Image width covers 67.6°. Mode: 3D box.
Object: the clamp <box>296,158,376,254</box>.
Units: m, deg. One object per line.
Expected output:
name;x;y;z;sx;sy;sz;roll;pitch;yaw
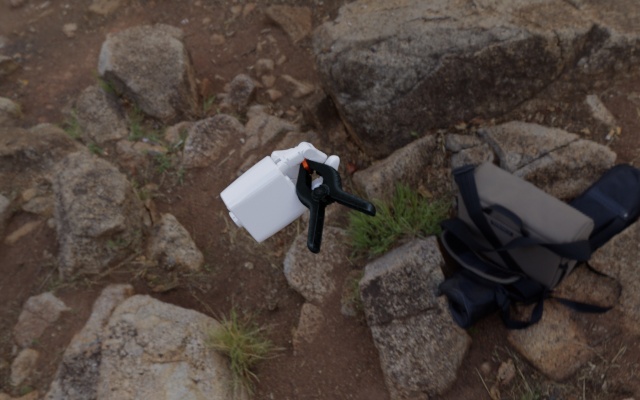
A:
clamp;0.000;0.002;0.772;0.171;0.120;0.039;51;-3;41
